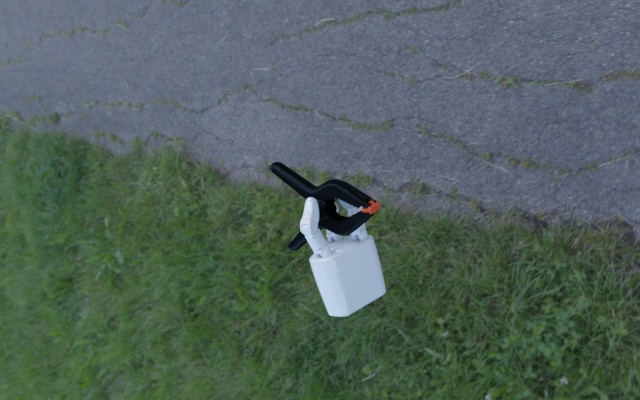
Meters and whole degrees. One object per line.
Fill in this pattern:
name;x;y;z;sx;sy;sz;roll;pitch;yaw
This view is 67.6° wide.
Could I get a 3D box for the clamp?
clamp;0.000;0.003;0.795;0.210;0.164;0.036;-9;14;41
